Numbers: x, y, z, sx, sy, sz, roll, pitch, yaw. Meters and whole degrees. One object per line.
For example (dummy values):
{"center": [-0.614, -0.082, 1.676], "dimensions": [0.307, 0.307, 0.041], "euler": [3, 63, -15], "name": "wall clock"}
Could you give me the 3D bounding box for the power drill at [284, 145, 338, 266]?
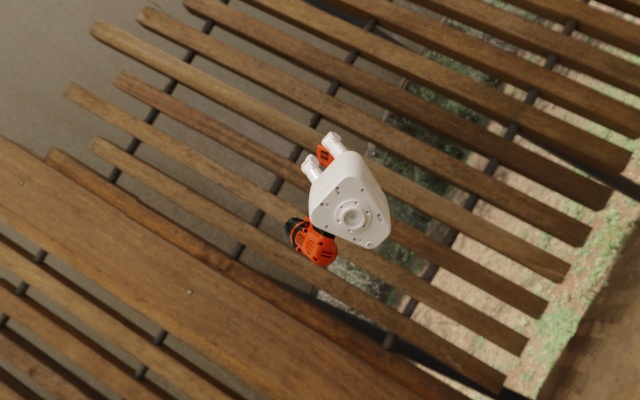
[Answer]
{"center": [0.000, 0.002, 0.819], "dimensions": [0.057, 0.187, 0.184], "euler": [14, 7, -25], "name": "power drill"}
